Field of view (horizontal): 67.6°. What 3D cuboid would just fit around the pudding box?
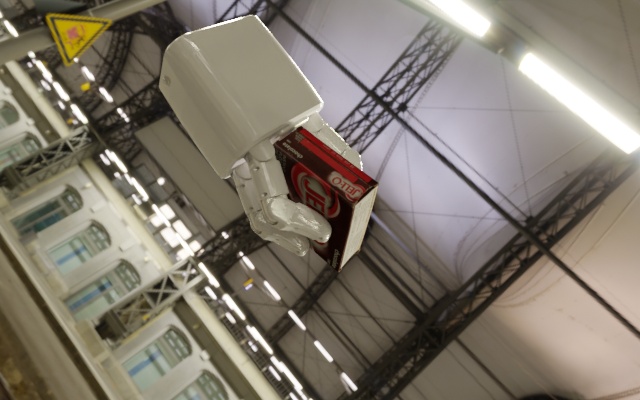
[{"bbox_3d":[0.000,0.001,0.430,0.039,0.090,0.114,-40,-24,-26],"label":"pudding box"}]
